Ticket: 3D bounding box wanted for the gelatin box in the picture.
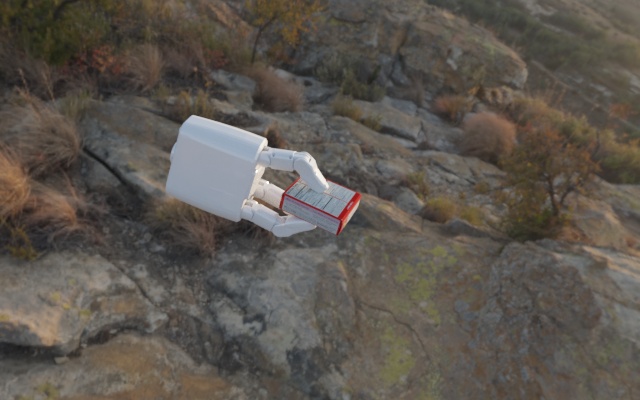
[{"bbox_3d":[0.001,0.002,0.640,0.089,0.030,0.073,23,35,13],"label":"gelatin box"}]
